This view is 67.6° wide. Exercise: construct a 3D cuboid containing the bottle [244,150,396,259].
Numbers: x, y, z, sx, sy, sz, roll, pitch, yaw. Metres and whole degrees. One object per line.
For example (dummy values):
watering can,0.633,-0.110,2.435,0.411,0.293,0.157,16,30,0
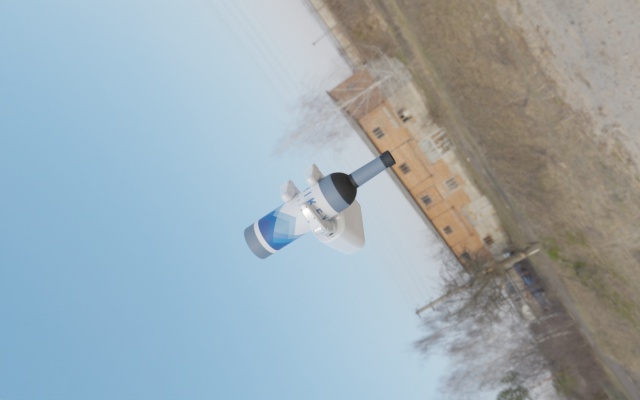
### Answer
bottle,0.000,0.003,0.838,0.296,0.069,0.069,-33,-10,15
